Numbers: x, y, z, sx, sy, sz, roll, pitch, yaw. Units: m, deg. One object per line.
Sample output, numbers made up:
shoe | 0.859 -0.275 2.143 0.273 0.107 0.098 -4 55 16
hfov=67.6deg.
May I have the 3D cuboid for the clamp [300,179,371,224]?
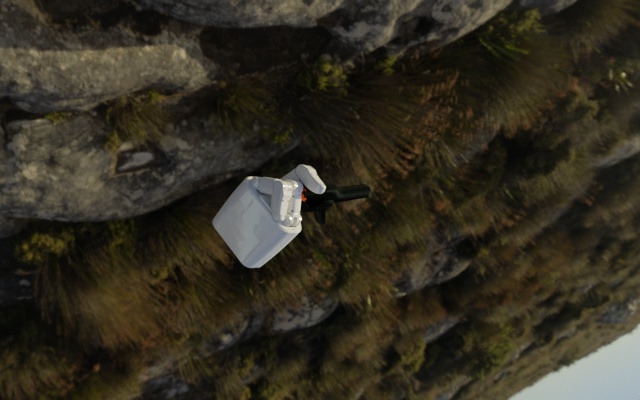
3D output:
clamp | 0.000 0.003 0.825 0.120 0.039 0.171 -42 -30 28
